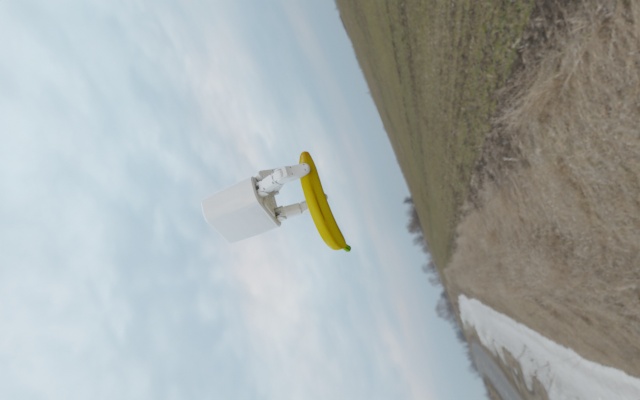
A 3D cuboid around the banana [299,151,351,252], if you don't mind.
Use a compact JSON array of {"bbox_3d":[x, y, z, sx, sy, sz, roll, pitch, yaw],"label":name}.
[{"bbox_3d":[-0.001,0.008,0.832,0.037,0.198,0.069,-22,2,9],"label":"banana"}]
